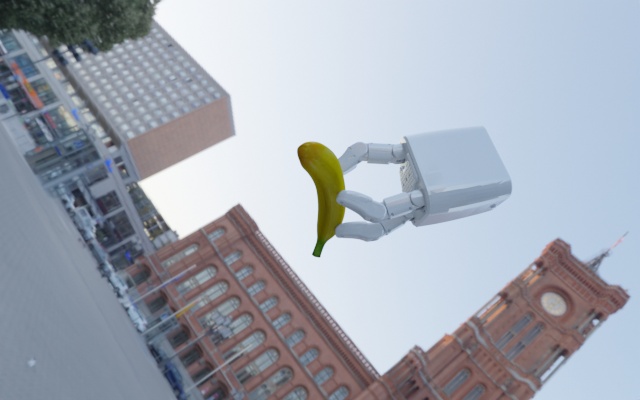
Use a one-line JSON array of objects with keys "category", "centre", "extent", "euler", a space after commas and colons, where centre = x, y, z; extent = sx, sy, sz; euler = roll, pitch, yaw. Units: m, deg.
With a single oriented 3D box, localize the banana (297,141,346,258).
[{"category": "banana", "centre": [0.006, -0.010, 0.565], "extent": [0.037, 0.069, 0.198], "euler": [10, -38, 15]}]
